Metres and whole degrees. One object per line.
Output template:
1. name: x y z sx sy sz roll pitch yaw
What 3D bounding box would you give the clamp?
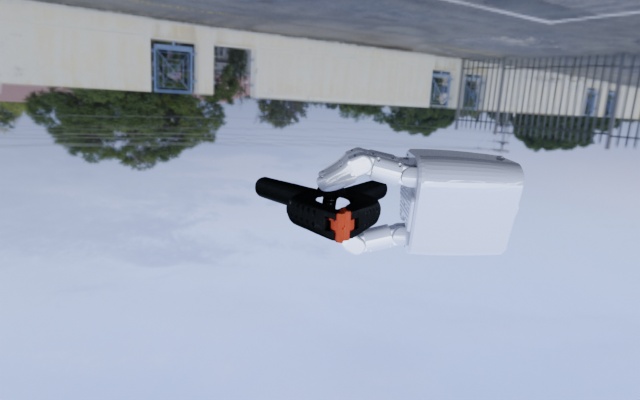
1. clamp: 0.000 0.003 0.514 0.164 0.036 0.210 1 12 1
